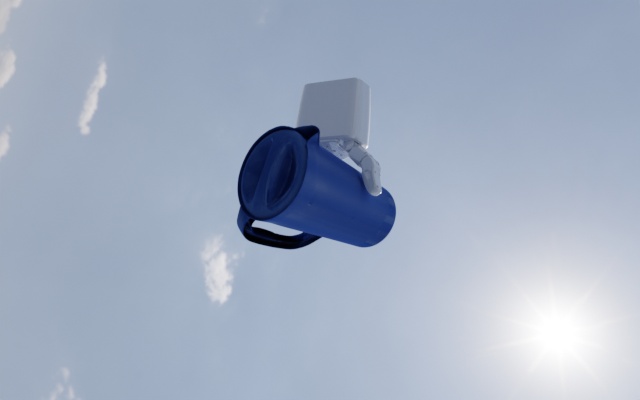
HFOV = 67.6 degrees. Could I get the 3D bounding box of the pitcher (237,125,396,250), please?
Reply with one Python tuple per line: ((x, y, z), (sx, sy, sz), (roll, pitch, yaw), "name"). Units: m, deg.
((0.000, 0.002, 0.714), (0.149, 0.145, 0.243), (-11, -24, 39), "pitcher")
